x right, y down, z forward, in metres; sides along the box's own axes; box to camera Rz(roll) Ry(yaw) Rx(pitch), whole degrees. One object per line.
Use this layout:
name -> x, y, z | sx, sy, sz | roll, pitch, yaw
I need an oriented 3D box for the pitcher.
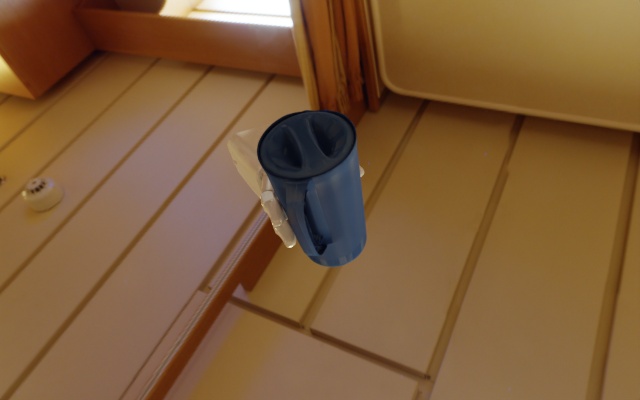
pitcher -> 0.000, 0.002, 0.703 | 0.149, 0.243, 0.145 | -36, 51, -16
